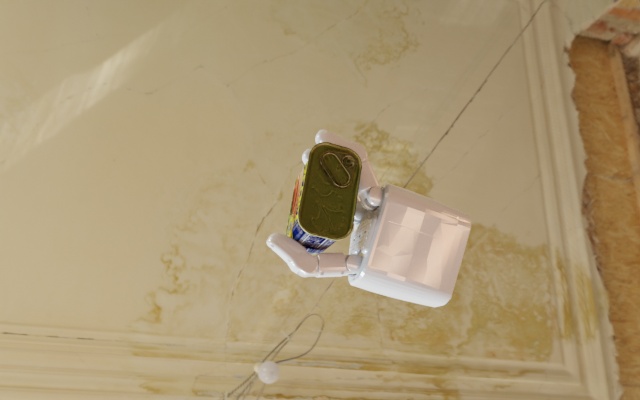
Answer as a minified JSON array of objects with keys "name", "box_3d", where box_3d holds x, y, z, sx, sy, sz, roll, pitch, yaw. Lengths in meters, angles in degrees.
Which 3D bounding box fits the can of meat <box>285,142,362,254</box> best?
[{"name":"can of meat","box_3d":[0.000,0.002,0.515,0.057,0.102,0.084,14,-21,-11]}]
